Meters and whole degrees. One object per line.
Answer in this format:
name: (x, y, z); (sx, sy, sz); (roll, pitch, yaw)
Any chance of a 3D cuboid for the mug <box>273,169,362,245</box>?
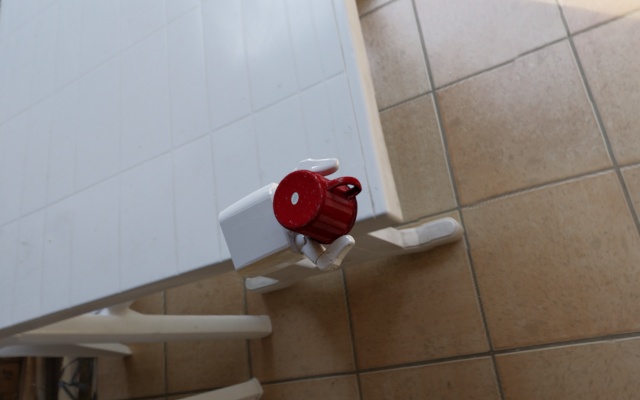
mug: (0.001, 0.001, 0.631); (0.117, 0.093, 0.081); (-27, -26, 24)
